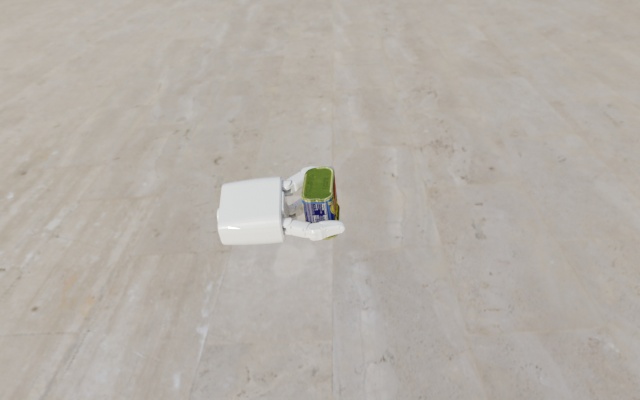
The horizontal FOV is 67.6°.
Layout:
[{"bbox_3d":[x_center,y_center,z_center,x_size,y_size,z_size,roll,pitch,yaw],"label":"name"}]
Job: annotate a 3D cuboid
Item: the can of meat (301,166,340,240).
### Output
[{"bbox_3d":[0.000,0.002,0.812,0.057,0.084,0.102,-3,37,7],"label":"can of meat"}]
